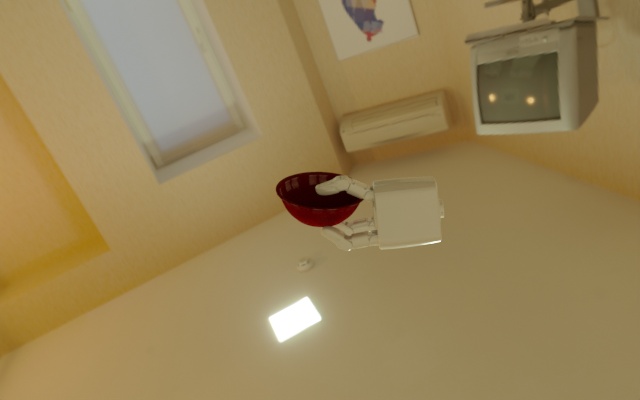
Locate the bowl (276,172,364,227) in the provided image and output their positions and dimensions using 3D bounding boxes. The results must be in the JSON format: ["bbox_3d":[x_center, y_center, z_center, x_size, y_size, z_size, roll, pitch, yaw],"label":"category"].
[{"bbox_3d":[-0.001,0.003,0.857,0.162,0.055,0.162,3,26,-1],"label":"bowl"}]
